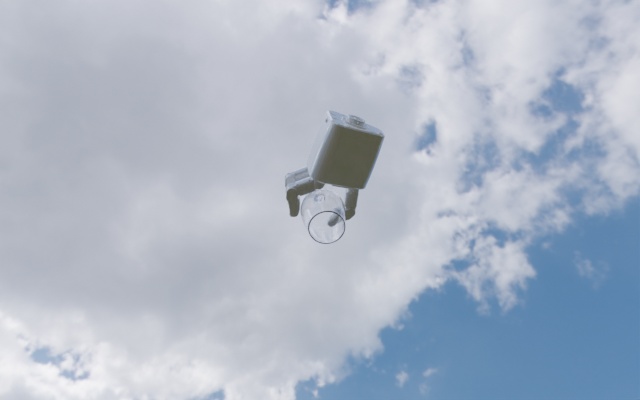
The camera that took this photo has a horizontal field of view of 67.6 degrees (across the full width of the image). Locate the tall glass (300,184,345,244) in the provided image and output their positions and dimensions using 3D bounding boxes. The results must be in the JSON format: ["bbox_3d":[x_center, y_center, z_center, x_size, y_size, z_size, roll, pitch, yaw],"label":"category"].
[{"bbox_3d":[0.000,0.003,0.869,0.079,0.079,0.201,0,25,-7],"label":"tall glass"}]
